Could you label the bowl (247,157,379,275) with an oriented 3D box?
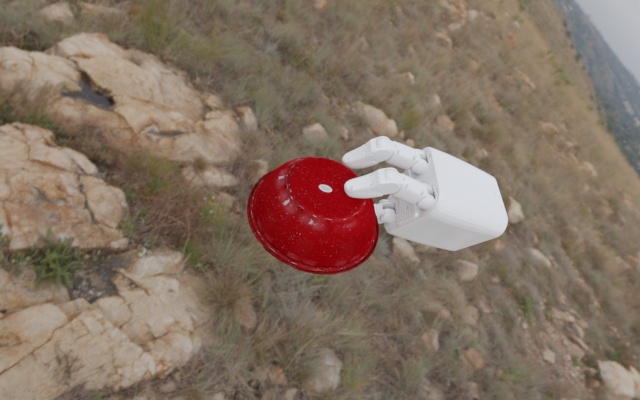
[{"bbox_3d":[-0.001,0.002,0.545,0.162,0.162,0.055,0,-39,-20],"label":"bowl"}]
